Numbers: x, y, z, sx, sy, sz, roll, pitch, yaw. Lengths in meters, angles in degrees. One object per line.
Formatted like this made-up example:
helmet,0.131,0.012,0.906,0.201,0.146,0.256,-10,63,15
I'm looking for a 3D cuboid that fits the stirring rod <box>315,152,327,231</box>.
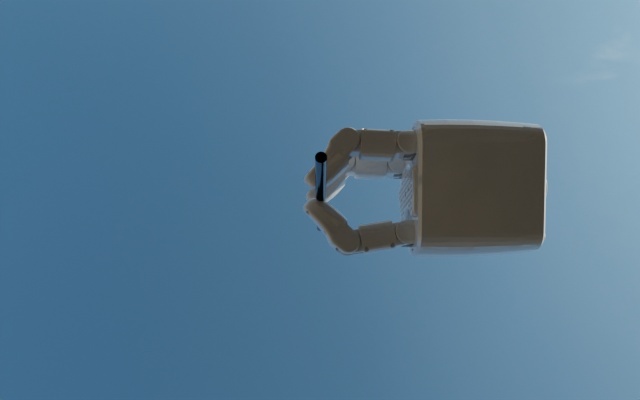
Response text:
stirring rod,0.000,0.001,0.427,0.011,0.011,0.239,0,-14,0
